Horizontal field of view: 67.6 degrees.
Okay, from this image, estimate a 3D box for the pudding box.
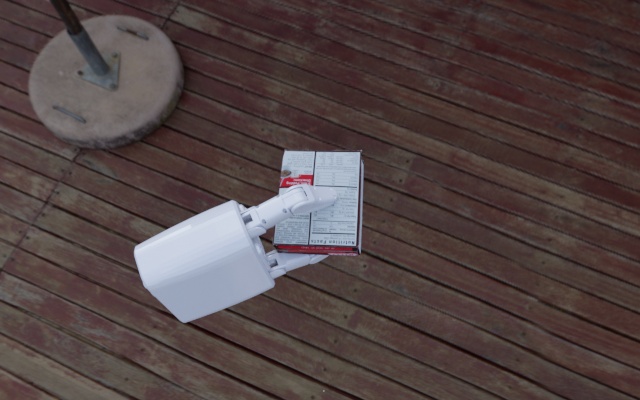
[{"bbox_3d":[0.000,0.002,0.511,0.090,0.113,0.039,2,-19,7],"label":"pudding box"}]
